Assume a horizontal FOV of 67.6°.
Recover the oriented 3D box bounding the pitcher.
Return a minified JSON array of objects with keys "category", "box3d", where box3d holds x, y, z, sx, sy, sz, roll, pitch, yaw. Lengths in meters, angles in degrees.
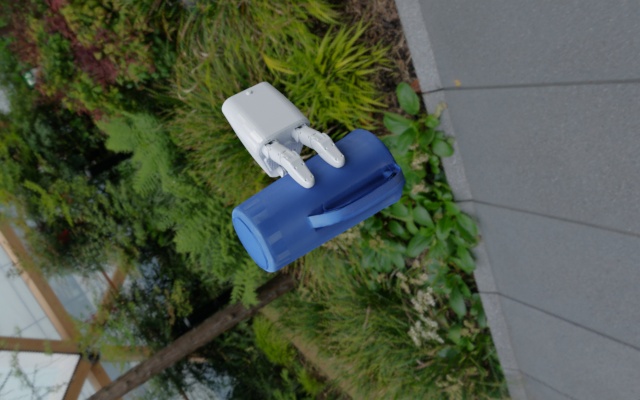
[{"category":"pitcher","box3d":[0.000,0.002,0.711,0.243,0.145,0.149,-32,-23,-22]}]
